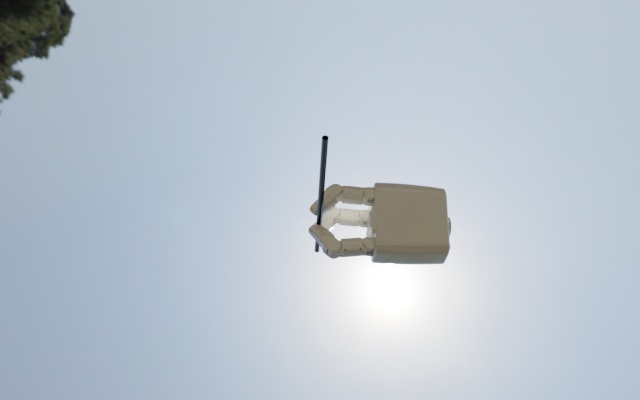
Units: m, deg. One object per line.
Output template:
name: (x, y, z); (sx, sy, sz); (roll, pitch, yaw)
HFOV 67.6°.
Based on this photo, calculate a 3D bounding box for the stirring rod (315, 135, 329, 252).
stirring rod: (0.000, 0.002, 0.654); (0.011, 0.011, 0.240); (0, -39, -3)
